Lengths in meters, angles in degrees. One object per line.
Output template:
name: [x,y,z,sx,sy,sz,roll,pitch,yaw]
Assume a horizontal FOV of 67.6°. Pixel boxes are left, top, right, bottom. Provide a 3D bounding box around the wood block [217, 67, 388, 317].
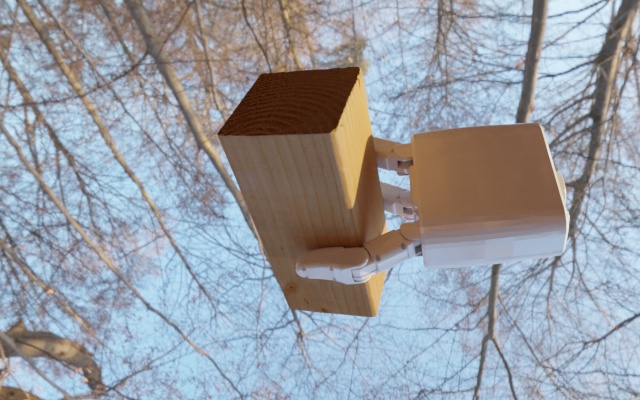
wood block: [0.000,0.002,0.415,0.090,0.206,0.090,2,43,20]
